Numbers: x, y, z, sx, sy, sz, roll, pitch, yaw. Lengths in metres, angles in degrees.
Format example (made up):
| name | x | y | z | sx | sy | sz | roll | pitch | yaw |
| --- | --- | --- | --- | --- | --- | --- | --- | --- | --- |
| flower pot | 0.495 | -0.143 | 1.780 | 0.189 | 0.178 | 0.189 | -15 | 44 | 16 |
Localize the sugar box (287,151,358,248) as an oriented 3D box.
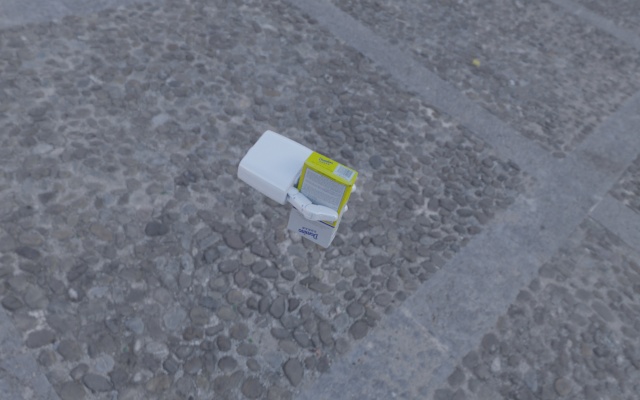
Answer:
| name | x | y | z | sx | sy | sz | roll | pitch | yaw |
| --- | --- | --- | --- | --- | --- | --- | --- | --- | --- |
| sugar box | 0.000 | 0.002 | 0.892 | 0.093 | 0.176 | 0.048 | 27 | 46 | 9 |
